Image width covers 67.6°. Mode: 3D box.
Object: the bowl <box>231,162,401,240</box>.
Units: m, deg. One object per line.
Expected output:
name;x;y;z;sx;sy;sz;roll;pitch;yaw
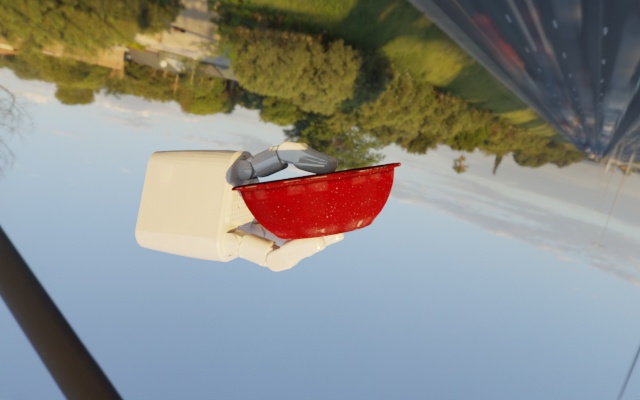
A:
bowl;0.001;0.002;0.456;0.162;0.055;0.162;-9;3;1
